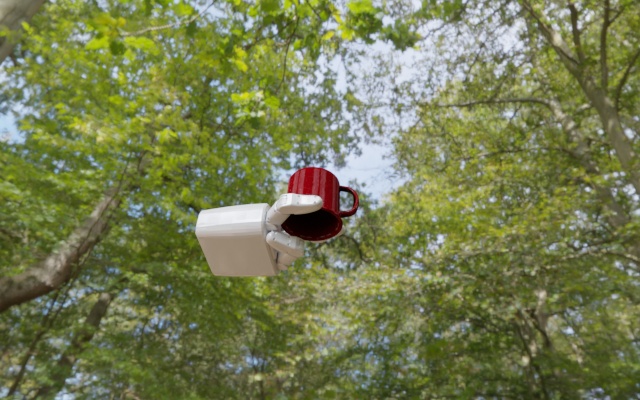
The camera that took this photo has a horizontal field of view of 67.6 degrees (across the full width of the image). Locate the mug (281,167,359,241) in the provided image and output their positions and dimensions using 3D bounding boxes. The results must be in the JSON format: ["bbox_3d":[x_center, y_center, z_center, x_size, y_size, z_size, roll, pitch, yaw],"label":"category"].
[{"bbox_3d":[0.002,0.002,0.725,0.117,0.081,0.093,-5,-38,11],"label":"mug"}]
